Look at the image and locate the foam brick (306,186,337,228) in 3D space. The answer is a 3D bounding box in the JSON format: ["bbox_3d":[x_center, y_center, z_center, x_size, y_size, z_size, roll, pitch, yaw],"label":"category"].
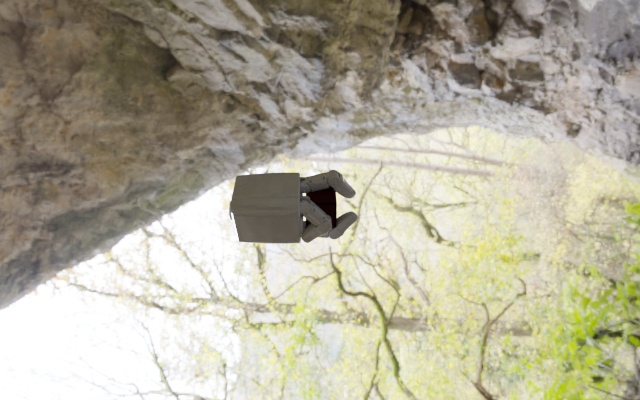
[{"bbox_3d":[0.000,0.003,0.801,0.051,0.053,0.078,-1,35,-1],"label":"foam brick"}]
